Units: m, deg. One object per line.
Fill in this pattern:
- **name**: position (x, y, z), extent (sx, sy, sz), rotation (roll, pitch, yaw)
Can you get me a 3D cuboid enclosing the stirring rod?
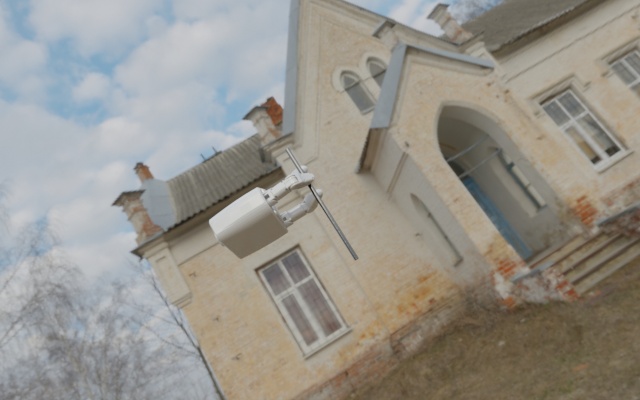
- **stirring rod**: position (0.000, 0.003, 0.846), extent (0.011, 0.239, 0.011), rotation (-29, -17, -10)
